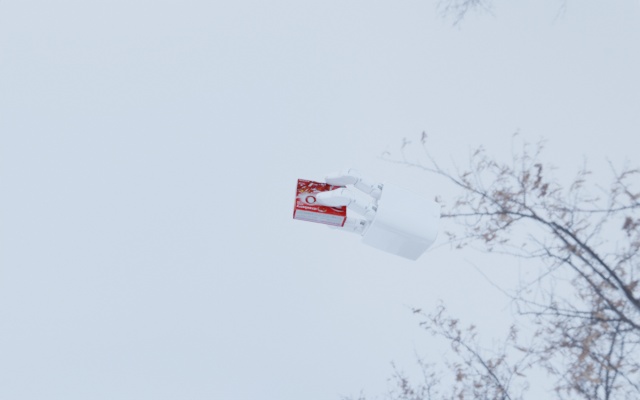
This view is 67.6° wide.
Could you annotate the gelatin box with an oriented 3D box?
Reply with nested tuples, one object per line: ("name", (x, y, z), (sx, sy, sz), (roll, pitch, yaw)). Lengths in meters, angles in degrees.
("gelatin box", (0.000, 0.003, 0.809), (0.089, 0.073, 0.030), (9, -44, -6))
